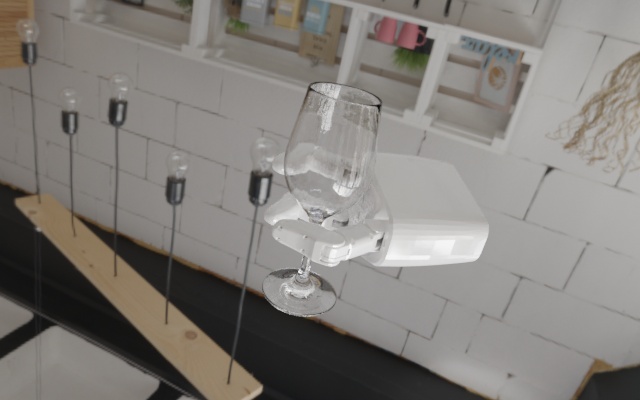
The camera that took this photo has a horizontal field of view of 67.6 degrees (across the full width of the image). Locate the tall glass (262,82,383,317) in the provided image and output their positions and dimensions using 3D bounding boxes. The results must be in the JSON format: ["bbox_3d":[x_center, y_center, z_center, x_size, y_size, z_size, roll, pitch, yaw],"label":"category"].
[{"bbox_3d":[0.000,0.002,0.425,0.079,0.201,0.079,10,26,-5],"label":"tall glass"}]
